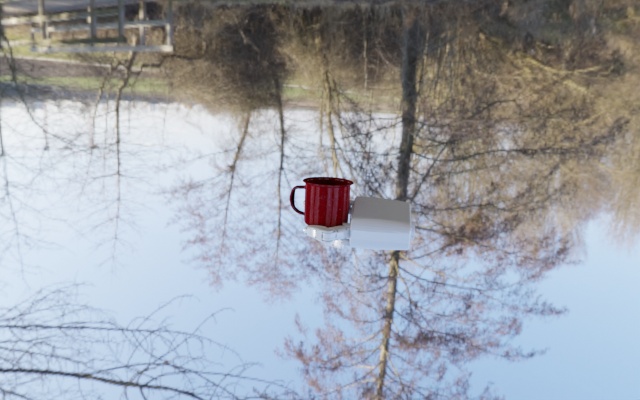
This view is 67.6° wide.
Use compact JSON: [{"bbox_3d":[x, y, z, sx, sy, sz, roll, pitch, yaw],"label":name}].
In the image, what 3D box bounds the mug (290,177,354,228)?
[{"bbox_3d":[-0.001,0.003,0.875,0.117,0.081,0.093,5,12,9],"label":"mug"}]
